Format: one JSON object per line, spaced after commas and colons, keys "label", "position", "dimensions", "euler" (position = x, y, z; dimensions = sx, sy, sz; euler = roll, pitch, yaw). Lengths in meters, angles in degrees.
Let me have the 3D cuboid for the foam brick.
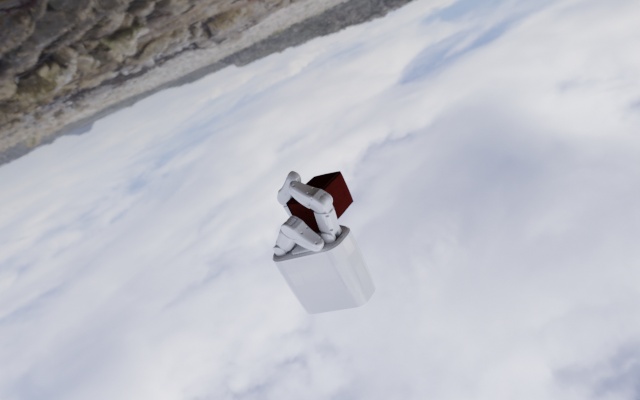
{"label": "foam brick", "position": [0.000, 0.002, 0.675], "dimensions": [0.053, 0.051, 0.078], "euler": [-7, 28, 42]}
